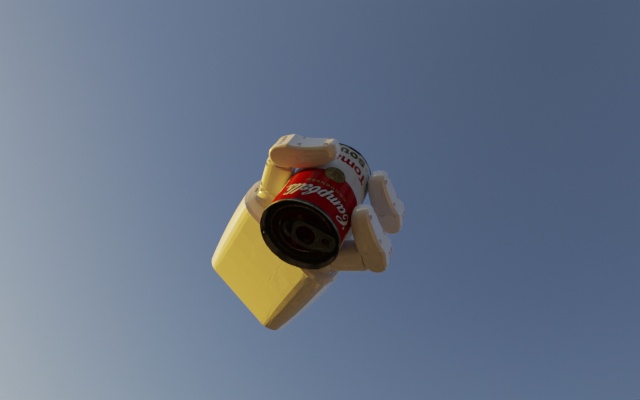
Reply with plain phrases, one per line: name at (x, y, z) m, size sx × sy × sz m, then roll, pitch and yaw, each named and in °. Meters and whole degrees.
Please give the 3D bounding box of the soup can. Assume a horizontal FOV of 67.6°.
soup can at (0.000, 0.001, 0.412) m, size 0.068 × 0.068 × 0.102 m, roll 0°, pitch 32°, yaw 23°
